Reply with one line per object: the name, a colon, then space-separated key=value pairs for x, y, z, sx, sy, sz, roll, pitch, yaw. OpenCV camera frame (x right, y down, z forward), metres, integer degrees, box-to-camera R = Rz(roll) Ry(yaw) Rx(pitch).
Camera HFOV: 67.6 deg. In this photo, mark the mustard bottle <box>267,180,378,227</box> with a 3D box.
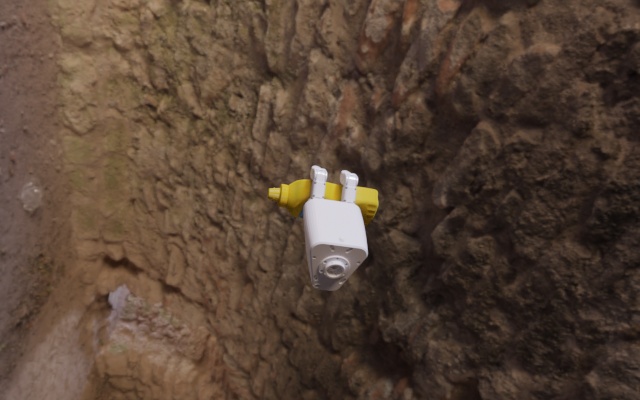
mustard bottle: x=0.000 y=0.003 z=0.861 sx=0.191 sy=0.058 sz=0.096 roll=9 pitch=-29 yaw=-13
